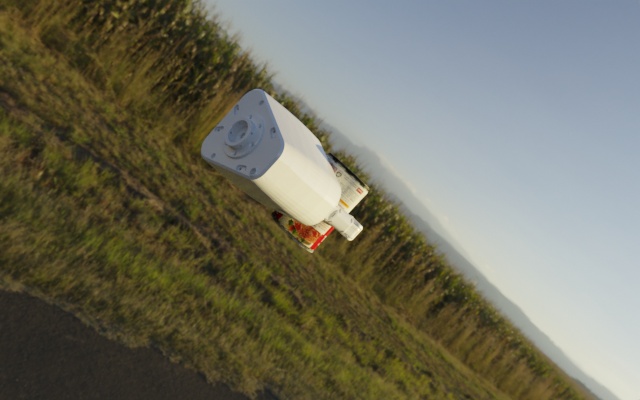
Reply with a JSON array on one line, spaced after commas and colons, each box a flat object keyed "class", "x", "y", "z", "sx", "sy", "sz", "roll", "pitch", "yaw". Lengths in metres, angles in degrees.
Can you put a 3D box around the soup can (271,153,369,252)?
[{"class": "soup can", "x": 0.001, "y": 0.002, "z": 0.569, "sx": 0.068, "sy": 0.102, "sz": 0.068, "roll": 43, "pitch": 3, "yaw": -3}]
